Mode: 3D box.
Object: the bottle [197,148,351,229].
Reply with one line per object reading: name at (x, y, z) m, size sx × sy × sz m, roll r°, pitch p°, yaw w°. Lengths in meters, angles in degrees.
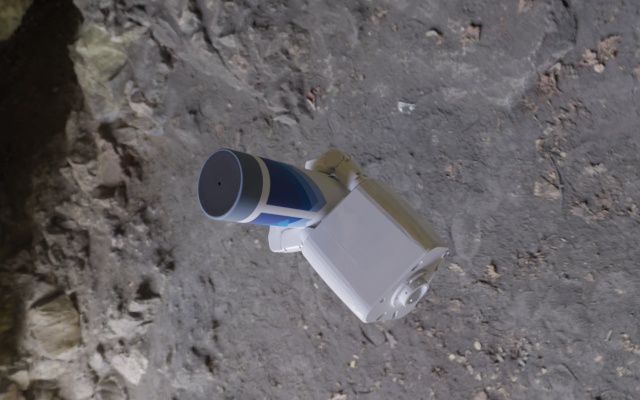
bottle at (0.000, 0.002, 0.551) m, size 0.069 × 0.069 × 0.296 m, roll 0°, pitch -7°, yaw 40°
